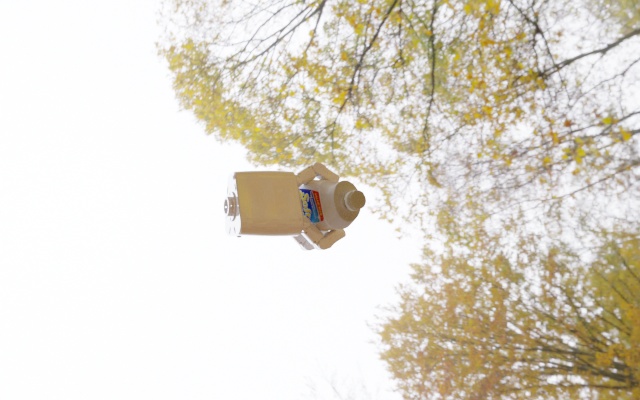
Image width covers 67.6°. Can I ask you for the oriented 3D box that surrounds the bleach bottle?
[{"bbox_3d":[0.000,0.003,0.826,0.068,0.102,0.251,1,-6,-27],"label":"bleach bottle"}]
